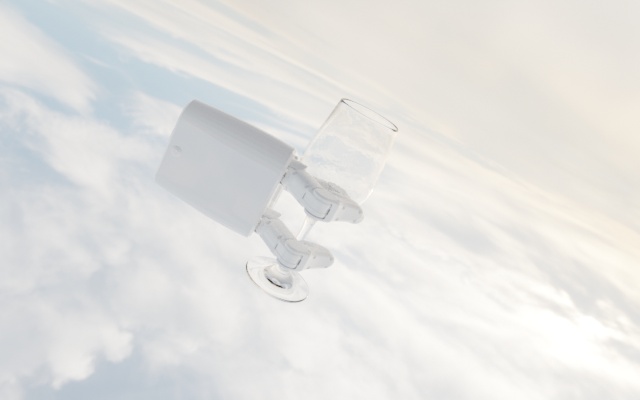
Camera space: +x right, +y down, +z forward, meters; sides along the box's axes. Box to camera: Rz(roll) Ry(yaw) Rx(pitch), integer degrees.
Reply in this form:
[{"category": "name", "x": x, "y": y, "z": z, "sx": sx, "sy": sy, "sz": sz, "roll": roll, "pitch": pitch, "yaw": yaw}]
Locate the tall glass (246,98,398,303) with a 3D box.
[{"category": "tall glass", "x": 0.000, "y": 0.002, "z": 0.476, "sx": 0.079, "sy": 0.201, "sz": 0.079, "roll": 26, "pitch": 19, "yaw": -10}]
